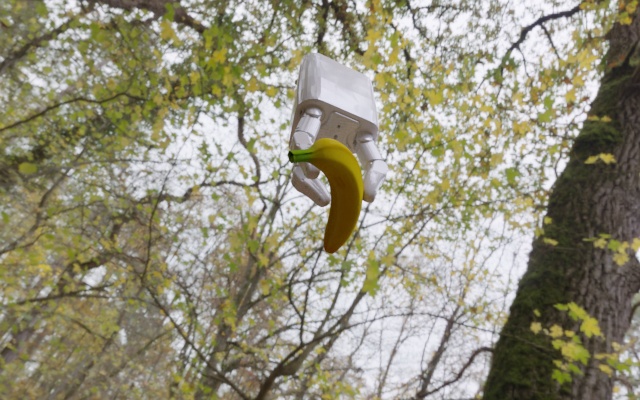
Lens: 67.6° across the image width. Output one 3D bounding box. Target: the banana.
[{"bbox_3d":[0.017,-0.007,0.534,0.069,0.037,0.198,-23,-38,-2],"label":"banana"}]
